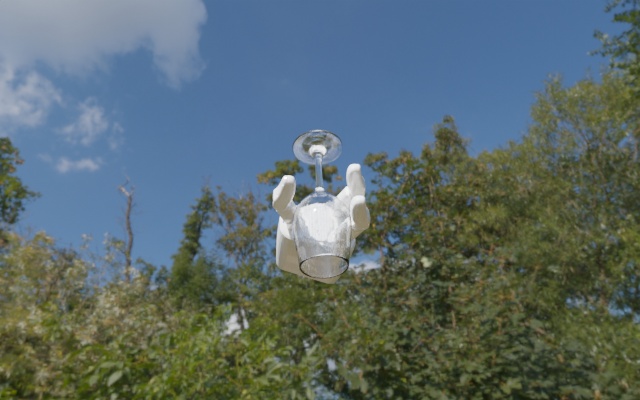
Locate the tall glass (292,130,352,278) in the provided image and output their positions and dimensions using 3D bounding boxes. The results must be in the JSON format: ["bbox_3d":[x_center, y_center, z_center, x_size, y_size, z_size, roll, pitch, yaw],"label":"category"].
[{"bbox_3d":[0.000,0.001,0.645,0.079,0.200,0.079,-2,-37,-2],"label":"tall glass"}]
